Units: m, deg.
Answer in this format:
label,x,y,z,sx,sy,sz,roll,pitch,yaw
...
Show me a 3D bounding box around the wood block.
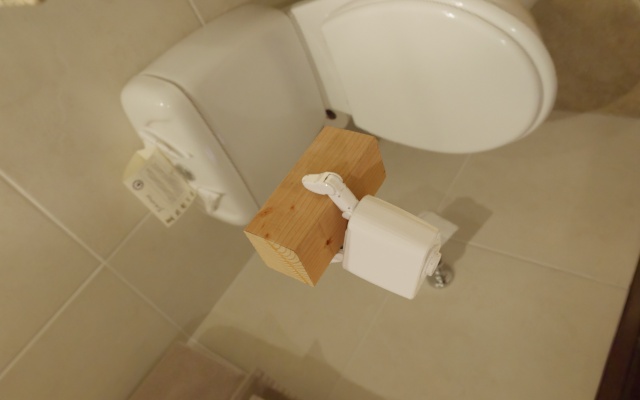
label,x,y,z,sx,sy,sz,roll,pitch,yaw
wood block,0.000,0.002,0.673,0.090,0.206,0.091,18,-31,32
